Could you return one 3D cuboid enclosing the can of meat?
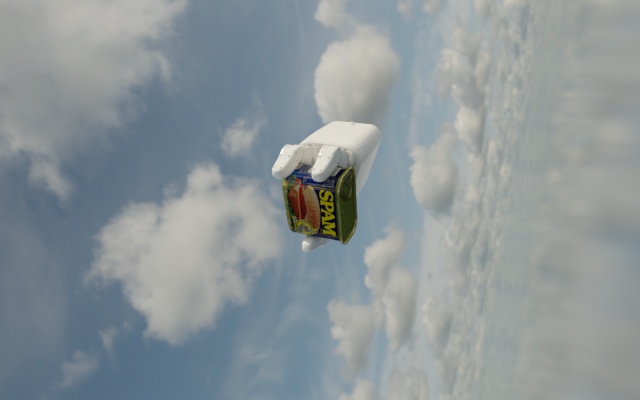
[{"bbox_3d":[0.000,0.002,0.645,0.084,0.102,0.057,9,33,23],"label":"can of meat"}]
